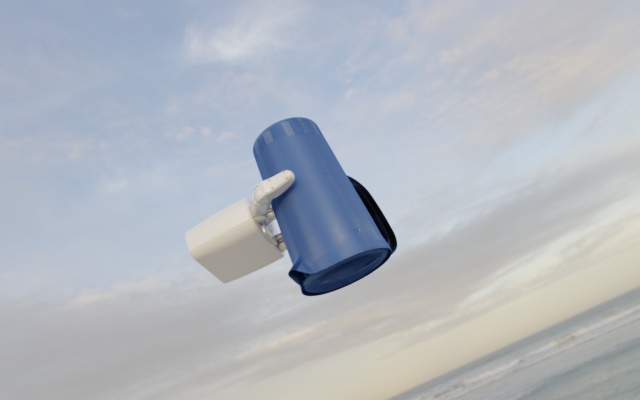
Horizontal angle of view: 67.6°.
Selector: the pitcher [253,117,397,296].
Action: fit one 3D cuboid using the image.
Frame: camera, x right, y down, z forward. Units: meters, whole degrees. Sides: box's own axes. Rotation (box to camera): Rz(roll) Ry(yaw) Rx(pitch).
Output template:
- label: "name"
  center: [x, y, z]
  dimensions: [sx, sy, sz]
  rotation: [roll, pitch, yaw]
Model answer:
- label: "pitcher"
  center: [0.000, 0.002, 0.689]
  dimensions: [0.145, 0.242, 0.149]
  rotation: [-28, -24, 7]
